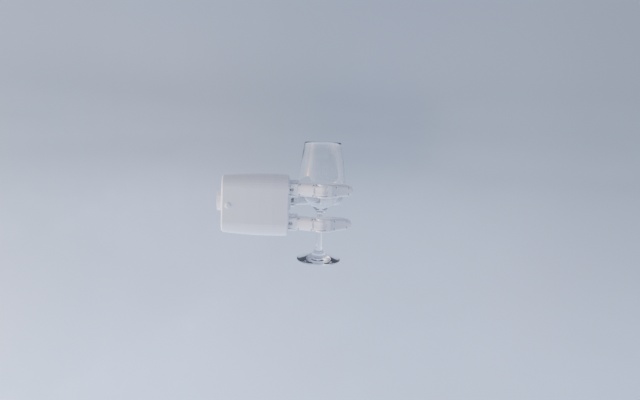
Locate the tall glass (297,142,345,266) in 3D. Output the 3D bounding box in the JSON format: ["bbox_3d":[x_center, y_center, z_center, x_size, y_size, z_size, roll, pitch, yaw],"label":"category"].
[{"bbox_3d":[0.000,0.003,0.803,0.079,0.201,0.079,3,9,0],"label":"tall glass"}]
